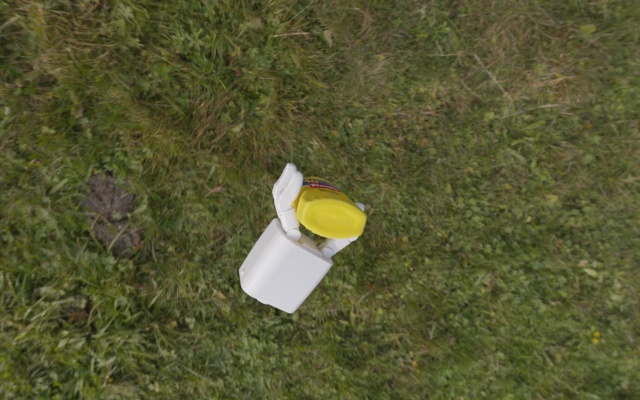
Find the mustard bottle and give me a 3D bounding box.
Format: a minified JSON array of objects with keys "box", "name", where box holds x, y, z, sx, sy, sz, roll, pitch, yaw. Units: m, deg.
[{"box":[0.000,0.002,0.744,0.096,0.058,0.191,11,12,-15],"name":"mustard bottle"}]
